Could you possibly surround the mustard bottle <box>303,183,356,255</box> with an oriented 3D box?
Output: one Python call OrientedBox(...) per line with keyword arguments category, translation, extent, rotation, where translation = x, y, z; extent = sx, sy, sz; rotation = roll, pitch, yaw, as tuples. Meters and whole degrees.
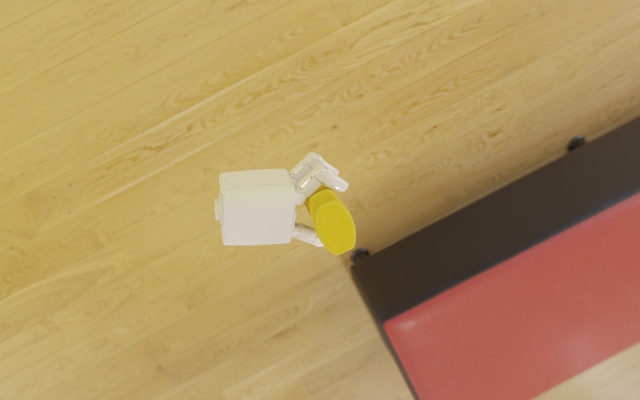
OrientedBox(category="mustard bottle", translation=(0.001, 0.003, 0.779), extent=(0.058, 0.096, 0.191), rotation=(-26, 29, -2))
